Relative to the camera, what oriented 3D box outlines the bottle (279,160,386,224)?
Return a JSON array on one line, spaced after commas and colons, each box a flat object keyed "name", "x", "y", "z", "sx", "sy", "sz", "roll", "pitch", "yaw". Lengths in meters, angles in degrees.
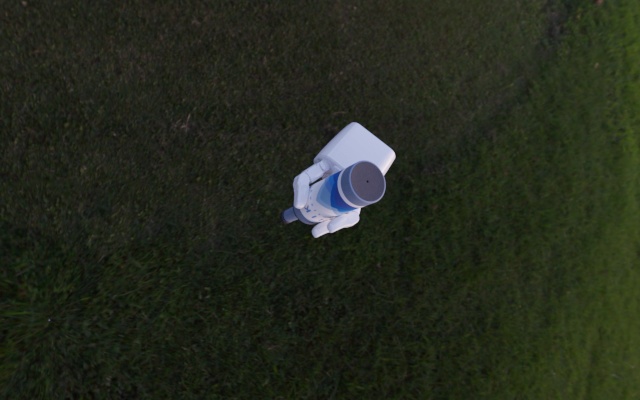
[{"name": "bottle", "x": 0.000, "y": 0.003, "z": 0.840, "sx": 0.069, "sy": 0.069, "sz": 0.296, "roll": 0, "pitch": -12, "yaw": -30}]
